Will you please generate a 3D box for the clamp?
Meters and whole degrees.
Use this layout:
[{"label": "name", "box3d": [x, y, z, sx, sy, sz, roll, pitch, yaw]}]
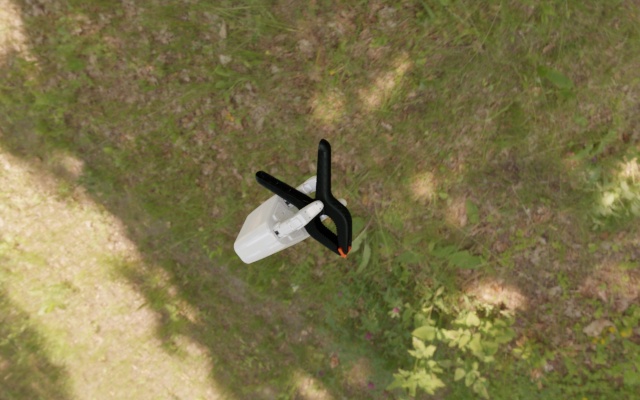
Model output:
[{"label": "clamp", "box3d": [0.000, 0.004, 0.817, 0.164, 0.210, 0.036, -30, 11, 38]}]
